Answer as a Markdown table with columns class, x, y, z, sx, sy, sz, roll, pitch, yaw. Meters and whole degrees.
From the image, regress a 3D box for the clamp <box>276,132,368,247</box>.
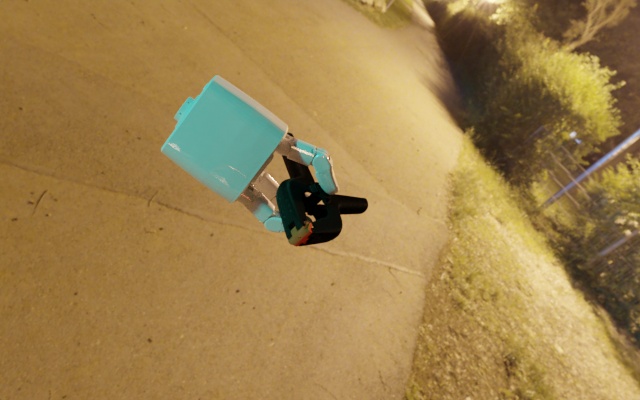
| class | x | y | z | sx | sy | sz | roll | pitch | yaw |
| --- | --- | --- | --- | --- | --- | --- | --- | --- | --- |
| clamp | 0.000 | 0.002 | 0.615 | 0.164 | 0.036 | 0.209 | 37 | 25 | -16 |
